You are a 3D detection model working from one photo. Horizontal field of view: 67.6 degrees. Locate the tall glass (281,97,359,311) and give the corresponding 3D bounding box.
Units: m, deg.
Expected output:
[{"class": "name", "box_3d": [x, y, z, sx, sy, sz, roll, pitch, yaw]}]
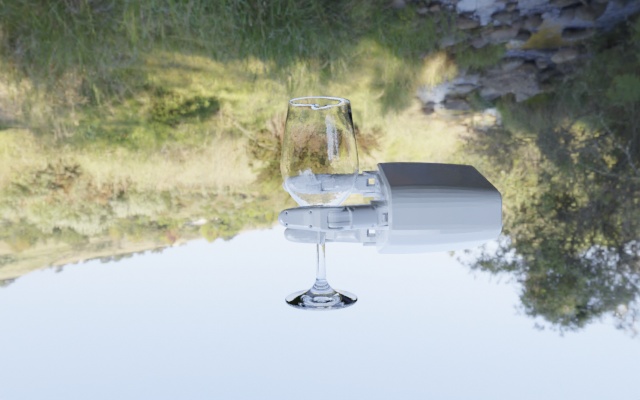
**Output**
[{"class": "tall glass", "box_3d": [0.000, 0.002, 0.477, 0.079, 0.201, 0.079, -1, 4, 0]}]
